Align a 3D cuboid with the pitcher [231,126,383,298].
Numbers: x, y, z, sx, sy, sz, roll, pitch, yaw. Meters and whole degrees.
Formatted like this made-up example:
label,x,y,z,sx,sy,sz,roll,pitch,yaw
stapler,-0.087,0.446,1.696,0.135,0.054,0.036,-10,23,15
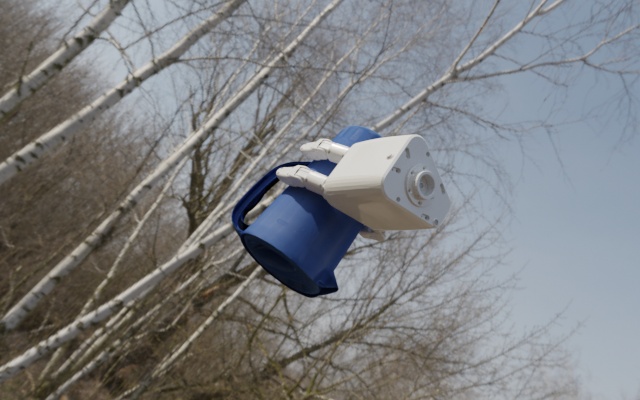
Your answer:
label,x,y,z,sx,sy,sz,roll,pitch,yaw
pitcher,0.000,0.002,0.689,0.149,0.242,0.145,49,-26,-23
